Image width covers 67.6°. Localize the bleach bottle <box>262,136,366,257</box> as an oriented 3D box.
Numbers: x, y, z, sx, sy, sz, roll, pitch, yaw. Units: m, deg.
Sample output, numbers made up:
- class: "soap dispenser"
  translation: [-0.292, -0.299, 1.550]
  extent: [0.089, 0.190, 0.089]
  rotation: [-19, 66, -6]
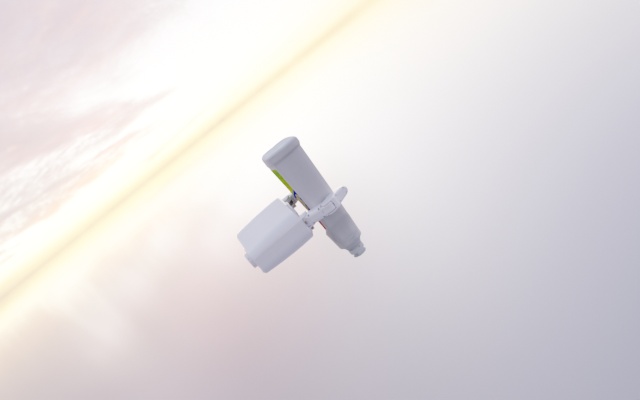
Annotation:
- class: "bleach bottle"
  translation: [0.000, 0.003, 0.849]
  extent: [0.068, 0.251, 0.102]
  rotation: [-41, 15, -8]
